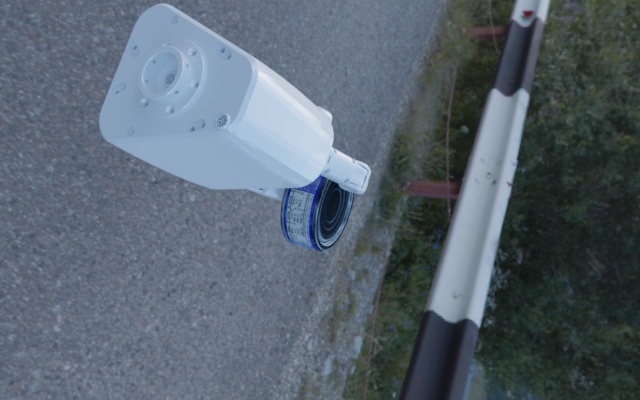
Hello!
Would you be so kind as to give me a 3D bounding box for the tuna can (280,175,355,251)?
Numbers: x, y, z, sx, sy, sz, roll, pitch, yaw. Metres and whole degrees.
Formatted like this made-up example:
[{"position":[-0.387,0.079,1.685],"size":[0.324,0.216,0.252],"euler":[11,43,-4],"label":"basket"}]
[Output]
[{"position":[0.001,0.002,0.429],"size":[0.034,0.086,0.086],"euler":[15,6,23],"label":"tuna can"}]
